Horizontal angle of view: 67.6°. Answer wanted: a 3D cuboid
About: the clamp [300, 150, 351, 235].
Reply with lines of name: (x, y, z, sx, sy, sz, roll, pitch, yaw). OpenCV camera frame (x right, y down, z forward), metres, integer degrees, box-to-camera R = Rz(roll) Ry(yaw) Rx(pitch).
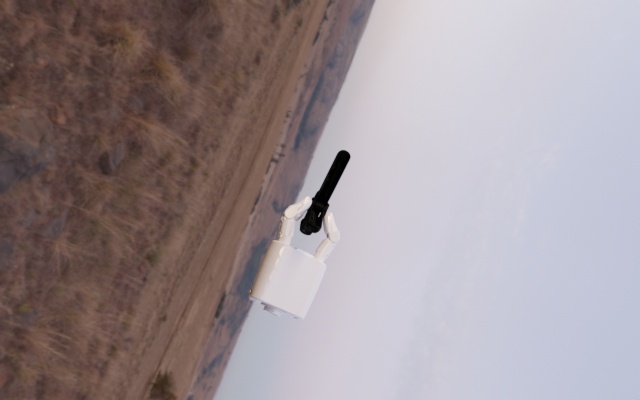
clamp: (0.001, 0.004, 0.897, 0.036, 0.164, 0.210, 26, -18, -3)
